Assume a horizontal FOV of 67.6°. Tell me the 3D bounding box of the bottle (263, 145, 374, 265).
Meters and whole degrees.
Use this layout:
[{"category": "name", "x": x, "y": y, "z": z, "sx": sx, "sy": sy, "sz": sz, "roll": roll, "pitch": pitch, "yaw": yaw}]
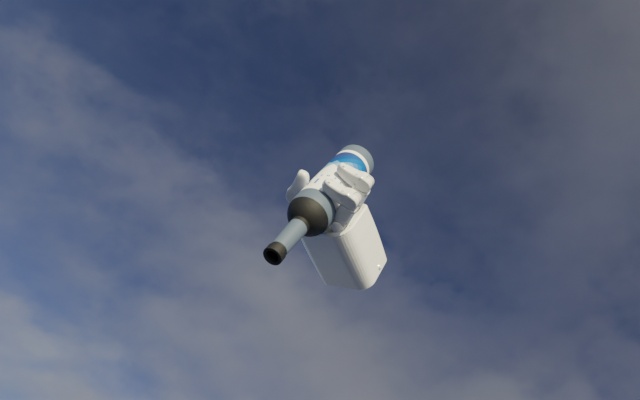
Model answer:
[{"category": "bottle", "x": 0.000, "y": 0.002, "z": 0.721, "sx": 0.069, "sy": 0.069, "sz": 0.295, "roll": 0, "pitch": 28, "yaw": 29}]
